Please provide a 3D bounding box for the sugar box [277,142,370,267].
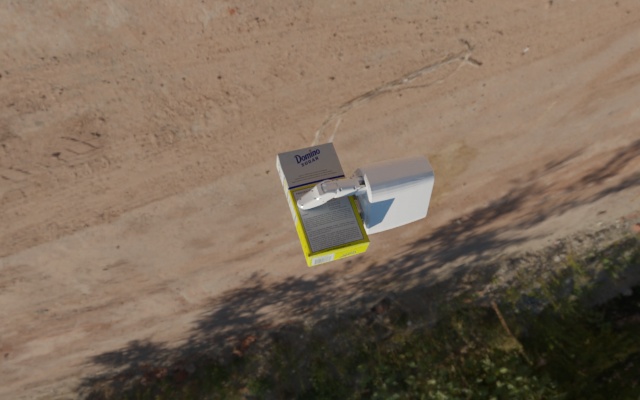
[{"bbox_3d":[0.000,0.003,0.722,0.093,0.176,0.048,-13,-26,-12],"label":"sugar box"}]
